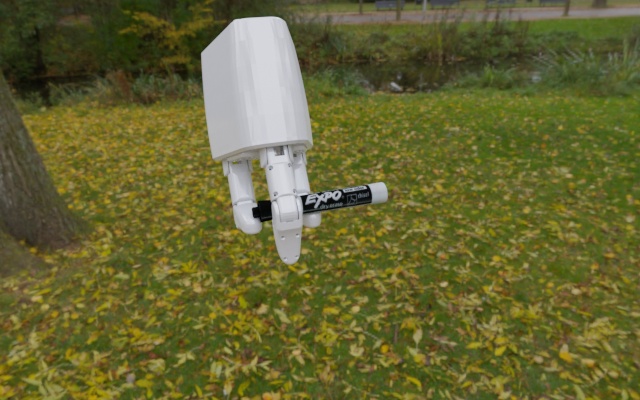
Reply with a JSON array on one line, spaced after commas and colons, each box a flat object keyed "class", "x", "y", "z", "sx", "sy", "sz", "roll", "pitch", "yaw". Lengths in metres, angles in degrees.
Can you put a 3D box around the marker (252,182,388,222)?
[{"class": "marker", "x": 0.000, "y": 0.001, "z": 0.420, "sx": 0.121, "sy": 0.020, "sz": 0.020, "roll": -9, "pitch": 2, "yaw": -15}]
